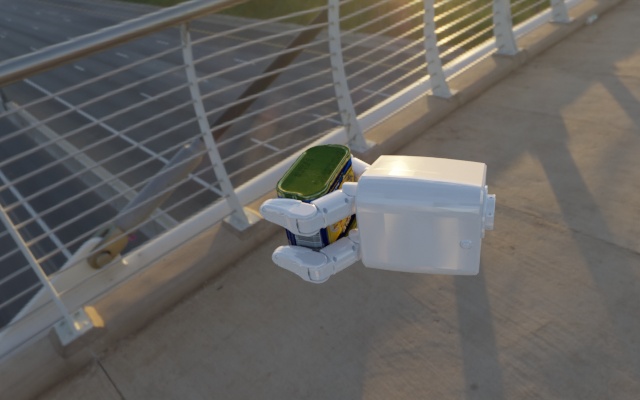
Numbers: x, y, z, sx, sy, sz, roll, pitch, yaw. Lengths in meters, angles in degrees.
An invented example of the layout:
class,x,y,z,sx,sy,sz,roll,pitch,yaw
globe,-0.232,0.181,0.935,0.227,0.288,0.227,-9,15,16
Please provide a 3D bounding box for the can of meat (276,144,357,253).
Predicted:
class,x,y,z,sx,sy,sz,roll,pitch,yaw
can of meat,0.000,0.001,0.485,0.057,0.084,0.102,7,37,22
